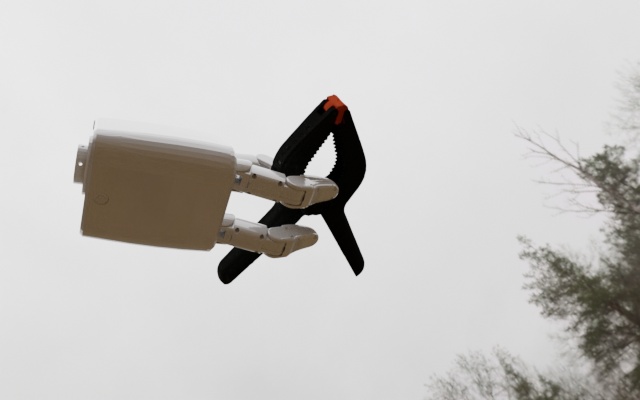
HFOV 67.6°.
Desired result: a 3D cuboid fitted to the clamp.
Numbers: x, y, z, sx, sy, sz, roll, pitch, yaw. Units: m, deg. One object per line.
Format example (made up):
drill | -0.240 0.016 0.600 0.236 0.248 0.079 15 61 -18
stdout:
clamp | 0.000 0.001 0.475 0.164 0.210 0.036 7 29 -28
